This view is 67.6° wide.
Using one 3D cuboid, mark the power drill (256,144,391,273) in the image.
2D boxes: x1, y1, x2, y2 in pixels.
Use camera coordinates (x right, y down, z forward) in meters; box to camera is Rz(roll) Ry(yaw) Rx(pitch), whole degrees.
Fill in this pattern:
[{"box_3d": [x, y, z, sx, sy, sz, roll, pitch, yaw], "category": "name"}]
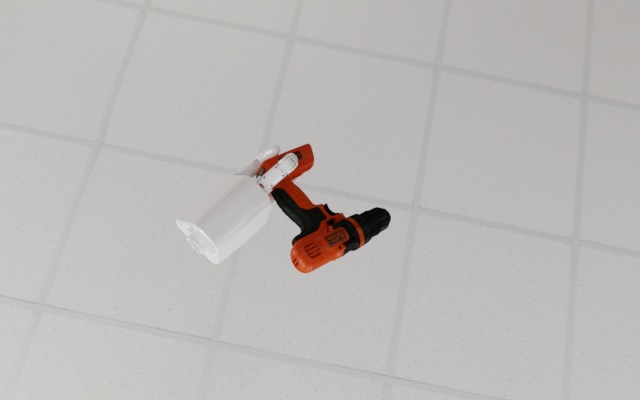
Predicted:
[{"box_3d": [0.000, 0.002, 0.749, 0.184, 0.187, 0.057, -24, -20, -31], "category": "power drill"}]
